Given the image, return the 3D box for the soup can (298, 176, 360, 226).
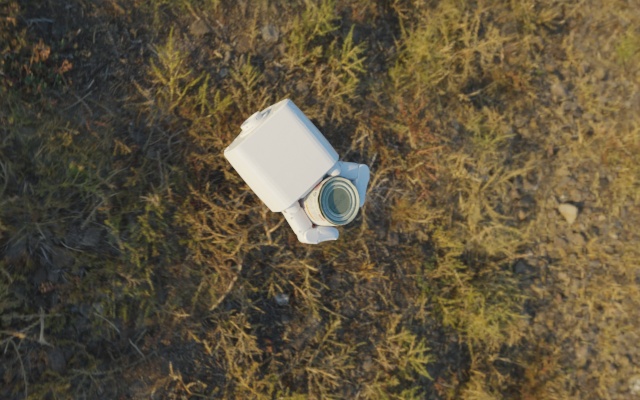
[{"bbox_3d":[0.000,0.003,0.675,0.068,0.068,0.102,0,-2,-32],"label":"soup can"}]
